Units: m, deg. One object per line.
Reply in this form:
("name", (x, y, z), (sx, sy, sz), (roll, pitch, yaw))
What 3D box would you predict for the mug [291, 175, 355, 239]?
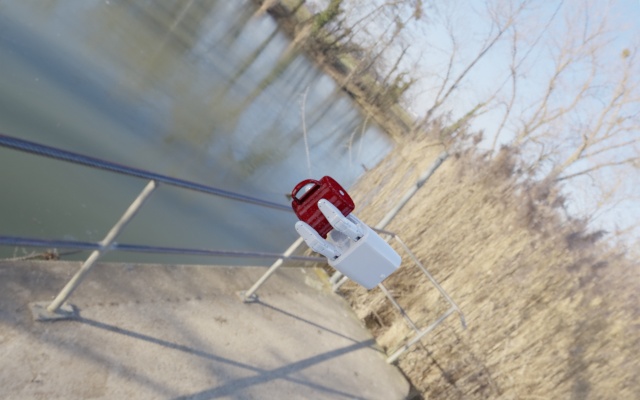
("mug", (-0.001, 0.002, 0.855), (0.117, 0.081, 0.093), (39, 16, -31))
